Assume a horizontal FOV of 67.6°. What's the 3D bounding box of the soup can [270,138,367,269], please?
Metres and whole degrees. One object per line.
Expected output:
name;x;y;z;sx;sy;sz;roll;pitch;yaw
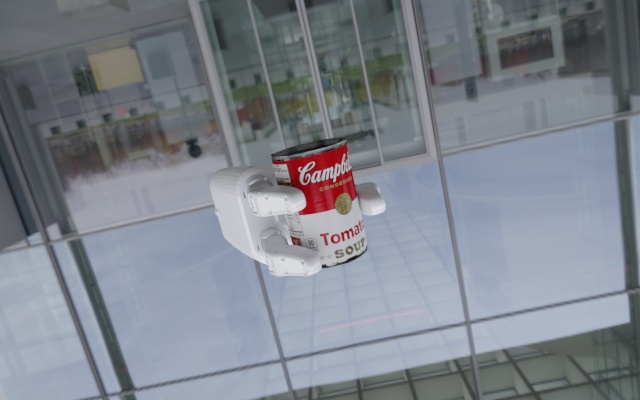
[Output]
soup can;0.000;0.002;0.426;0.068;0.102;0.068;-12;13;3
